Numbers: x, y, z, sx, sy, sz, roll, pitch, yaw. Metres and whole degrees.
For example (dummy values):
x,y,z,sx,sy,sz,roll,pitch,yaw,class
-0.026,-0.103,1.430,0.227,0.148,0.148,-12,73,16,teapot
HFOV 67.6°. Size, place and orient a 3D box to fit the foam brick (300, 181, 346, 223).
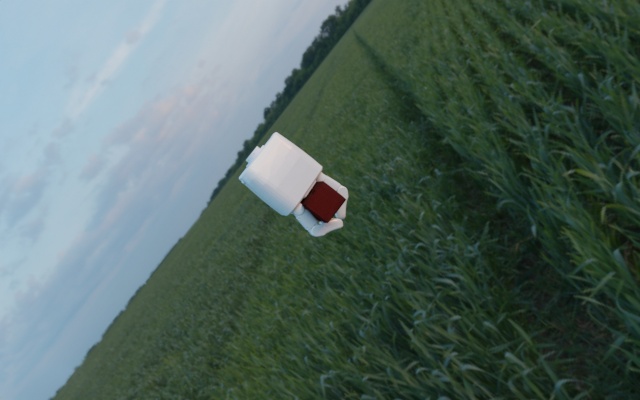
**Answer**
x,y,z,sx,sy,sz,roll,pitch,yaw,class
0.000,0.003,0.828,0.051,0.053,0.078,39,-9,-10,foam brick
